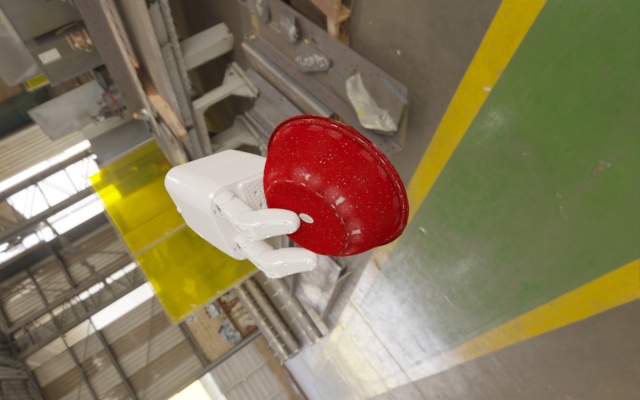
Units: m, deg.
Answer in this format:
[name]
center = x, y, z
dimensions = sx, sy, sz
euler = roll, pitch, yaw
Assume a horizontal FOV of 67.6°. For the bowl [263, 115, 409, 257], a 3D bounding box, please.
[bowl]
center = 0.001, 0.002, 0.455
dimensions = 0.162, 0.162, 0.055
euler = 0, 38, 42
